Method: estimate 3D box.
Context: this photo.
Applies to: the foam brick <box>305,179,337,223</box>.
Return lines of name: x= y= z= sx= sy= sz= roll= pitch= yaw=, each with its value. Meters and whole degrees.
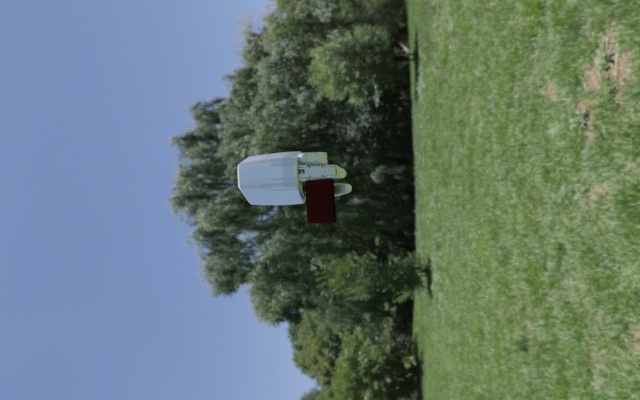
foam brick: x=0.000 y=0.003 z=0.859 sx=0.051 sy=0.078 sz=0.053 roll=-4 pitch=-3 yaw=0
